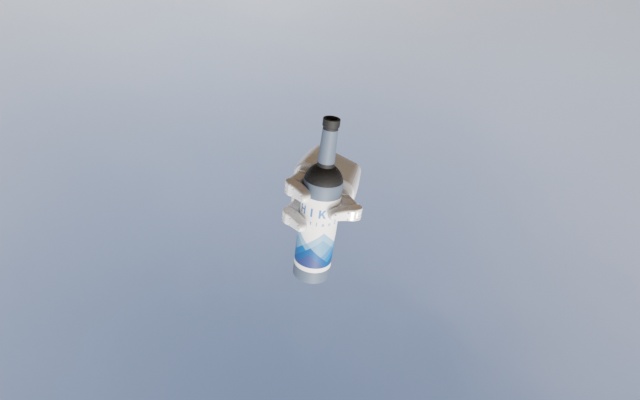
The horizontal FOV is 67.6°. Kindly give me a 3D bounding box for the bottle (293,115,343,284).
[{"bbox_3d":[0.000,0.003,0.801,0.069,0.296,0.069,6,28,-3],"label":"bottle"}]
